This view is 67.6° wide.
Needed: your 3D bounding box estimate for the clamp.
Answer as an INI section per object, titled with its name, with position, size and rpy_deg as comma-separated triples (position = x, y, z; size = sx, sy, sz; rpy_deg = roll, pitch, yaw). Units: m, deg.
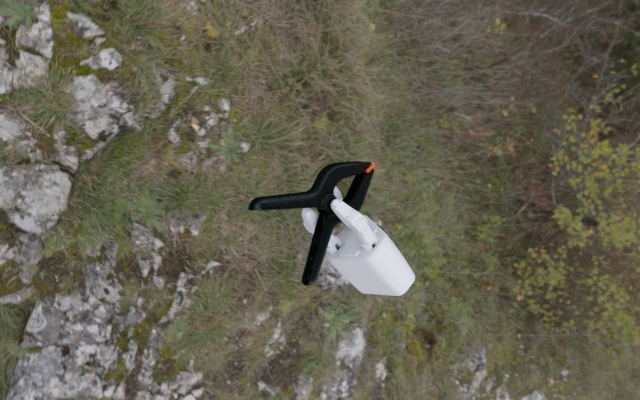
[clamp]
position = 0.001, 0.002, 0.718
size = 0.165, 0.210, 0.036
rpy_deg = 51, -19, -29
